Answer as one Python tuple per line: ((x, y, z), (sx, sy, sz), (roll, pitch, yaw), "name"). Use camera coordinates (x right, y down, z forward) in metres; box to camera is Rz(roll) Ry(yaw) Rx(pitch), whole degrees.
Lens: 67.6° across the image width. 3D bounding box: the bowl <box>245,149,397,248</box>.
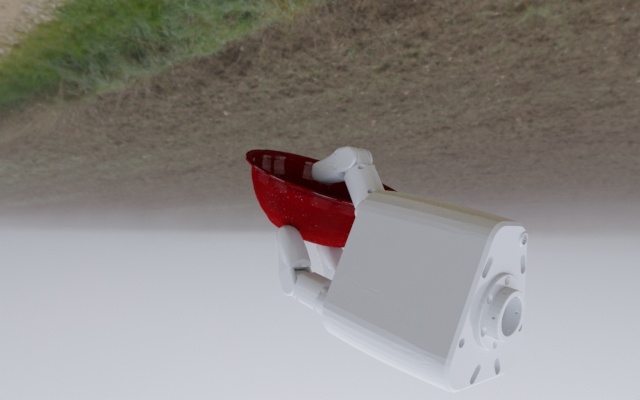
((-0.001, 0.001, 0.461), (0.162, 0.055, 0.162), (17, 14, -4), "bowl")
